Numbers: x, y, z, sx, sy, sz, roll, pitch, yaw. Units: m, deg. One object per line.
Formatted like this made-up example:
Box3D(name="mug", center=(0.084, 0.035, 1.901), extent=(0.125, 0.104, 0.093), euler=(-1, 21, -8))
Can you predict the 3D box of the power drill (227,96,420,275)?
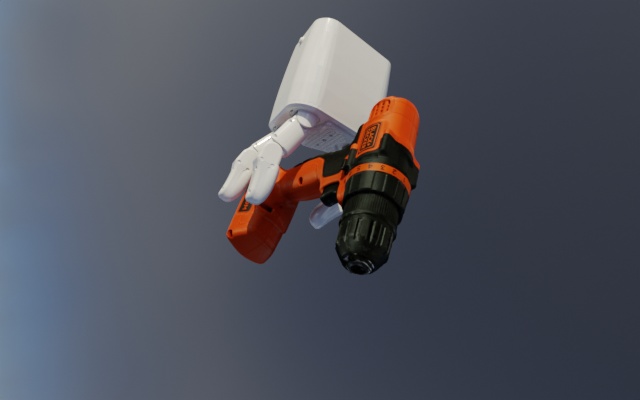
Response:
Box3D(name="power drill", center=(0.000, 0.001, 0.433), extent=(0.188, 0.184, 0.057), euler=(-20, -55, 37))
